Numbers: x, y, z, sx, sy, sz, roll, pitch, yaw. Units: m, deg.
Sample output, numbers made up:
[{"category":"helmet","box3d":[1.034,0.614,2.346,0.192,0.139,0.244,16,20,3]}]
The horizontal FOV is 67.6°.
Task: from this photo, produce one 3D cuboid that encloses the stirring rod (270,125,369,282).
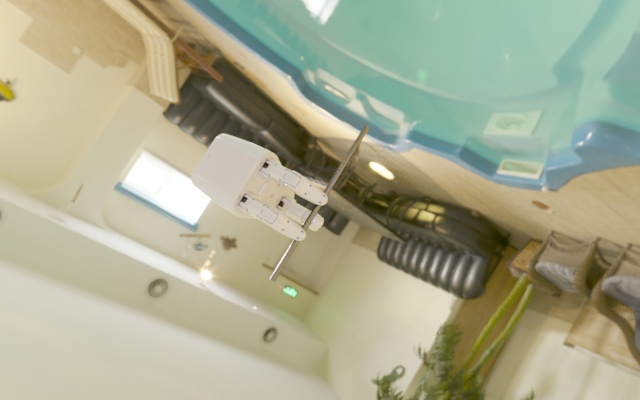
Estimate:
[{"category":"stirring rod","box3d":[0.000,0.002,0.633,0.011,0.239,0.011,31,-6,4]}]
